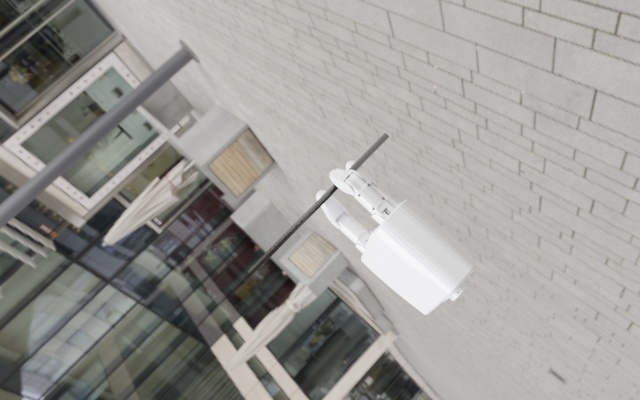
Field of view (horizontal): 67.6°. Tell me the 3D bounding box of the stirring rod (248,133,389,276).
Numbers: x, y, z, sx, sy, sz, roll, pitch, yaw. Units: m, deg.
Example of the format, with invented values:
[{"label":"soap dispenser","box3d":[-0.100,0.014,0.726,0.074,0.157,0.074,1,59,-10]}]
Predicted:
[{"label":"stirring rod","box3d":[0.000,0.002,0.582,0.011,0.239,0.011,43,-10,9]}]
